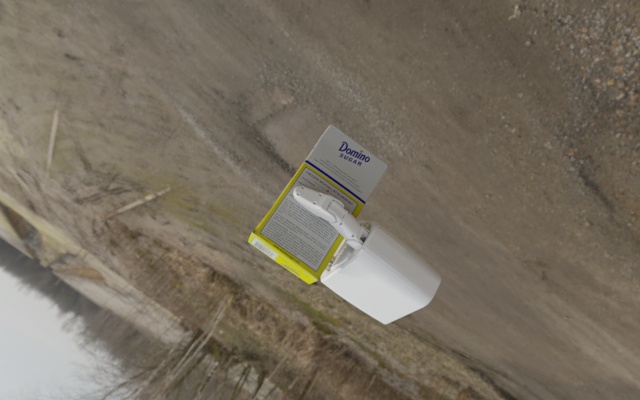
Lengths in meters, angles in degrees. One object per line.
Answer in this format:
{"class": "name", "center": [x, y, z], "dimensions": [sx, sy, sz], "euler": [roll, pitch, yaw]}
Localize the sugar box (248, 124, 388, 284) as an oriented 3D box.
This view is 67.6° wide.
{"class": "sugar box", "center": [0.000, 0.002, 0.583], "dimensions": [0.093, 0.176, 0.048], "euler": [36, -25, -4]}
